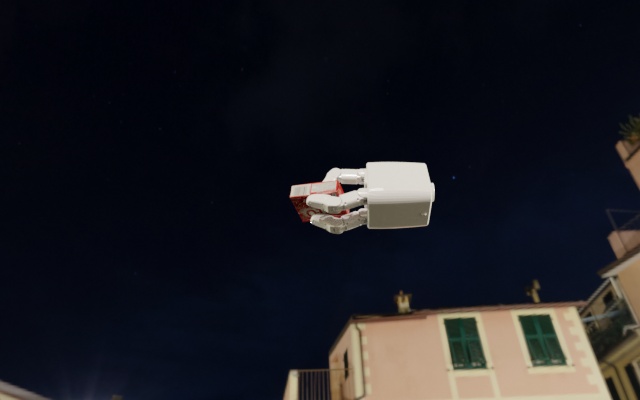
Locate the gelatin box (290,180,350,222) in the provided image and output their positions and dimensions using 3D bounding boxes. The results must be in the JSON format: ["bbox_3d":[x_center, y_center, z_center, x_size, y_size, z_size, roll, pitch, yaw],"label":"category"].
[{"bbox_3d":[0.000,0.002,0.838,0.089,0.030,0.073,-6,-41,18],"label":"gelatin box"}]
